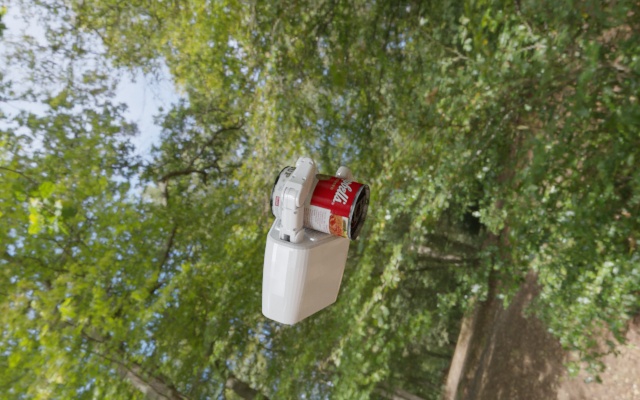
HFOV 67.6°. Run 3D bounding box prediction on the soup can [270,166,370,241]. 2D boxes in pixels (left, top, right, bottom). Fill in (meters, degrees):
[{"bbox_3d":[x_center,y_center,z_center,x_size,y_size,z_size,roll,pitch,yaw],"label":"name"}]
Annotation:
[{"bbox_3d":[0.000,0.001,0.568,0.102,0.068,0.068,15,5,19],"label":"soup can"}]
